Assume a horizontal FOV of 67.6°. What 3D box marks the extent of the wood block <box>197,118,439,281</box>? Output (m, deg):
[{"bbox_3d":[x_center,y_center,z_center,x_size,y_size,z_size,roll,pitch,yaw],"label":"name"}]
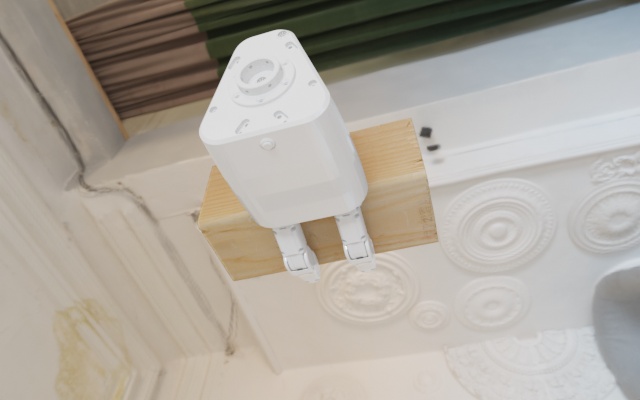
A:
[{"bbox_3d":[0.000,0.001,0.468,0.206,0.090,0.090,-12,41,11],"label":"wood block"}]
